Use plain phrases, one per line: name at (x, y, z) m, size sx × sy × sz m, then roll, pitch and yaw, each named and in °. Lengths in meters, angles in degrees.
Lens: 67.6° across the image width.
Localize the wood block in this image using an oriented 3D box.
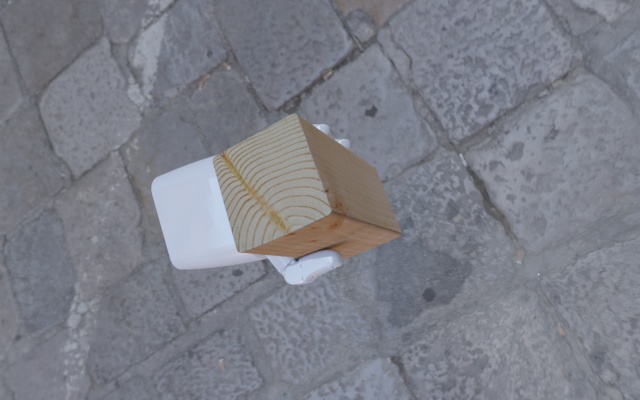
wood block at (0.000, 0.002, 0.473) m, size 0.090 × 0.090 × 0.206 m, roll -24°, pitch -17°, yaw 19°
